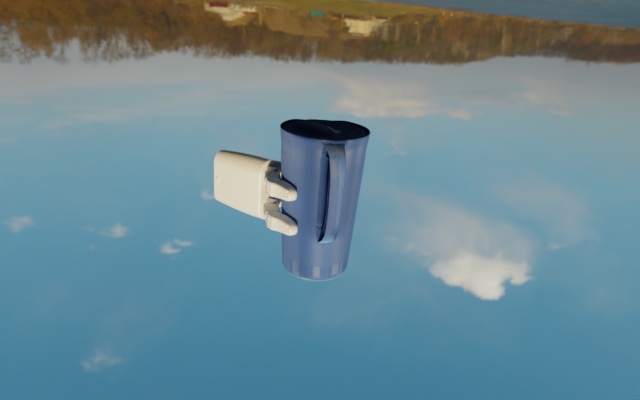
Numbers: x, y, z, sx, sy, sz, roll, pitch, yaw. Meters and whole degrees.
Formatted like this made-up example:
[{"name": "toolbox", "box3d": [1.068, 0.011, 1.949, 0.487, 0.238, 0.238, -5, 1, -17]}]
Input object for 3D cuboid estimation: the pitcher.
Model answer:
[{"name": "pitcher", "box3d": [0.000, 0.002, 0.736, 0.145, 0.243, 0.149, 17, 25, 29]}]
